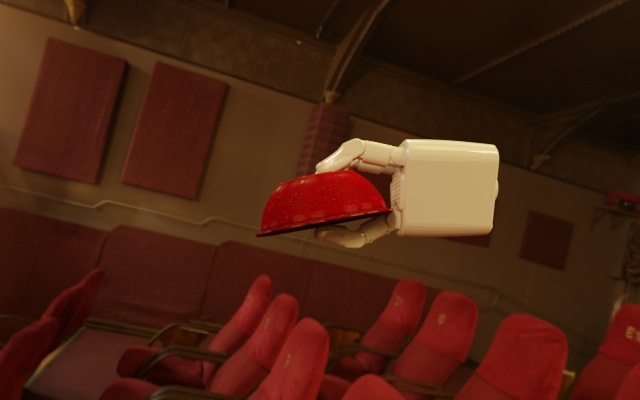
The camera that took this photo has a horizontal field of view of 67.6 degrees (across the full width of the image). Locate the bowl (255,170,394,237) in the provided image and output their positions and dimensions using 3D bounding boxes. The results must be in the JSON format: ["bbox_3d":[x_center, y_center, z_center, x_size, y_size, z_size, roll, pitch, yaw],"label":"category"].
[{"bbox_3d":[-0.001,0.002,0.552,0.162,0.055,0.162,-11,-4,-1],"label":"bowl"}]
